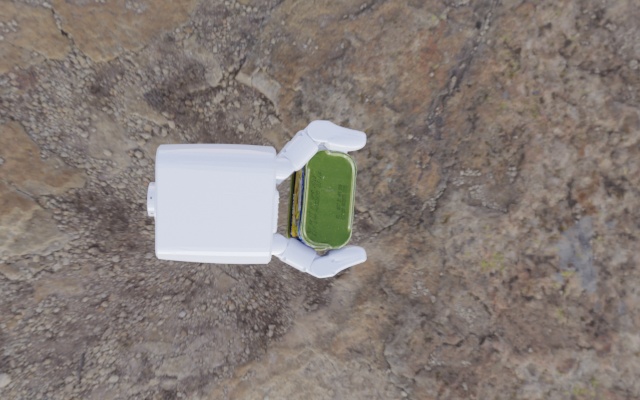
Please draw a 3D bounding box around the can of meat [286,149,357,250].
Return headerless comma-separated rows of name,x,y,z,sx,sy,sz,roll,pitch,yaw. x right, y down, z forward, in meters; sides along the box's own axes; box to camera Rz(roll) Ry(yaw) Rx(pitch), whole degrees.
can of meat,0.000,0.002,0.500,0.057,0.102,0.084,5,-6,-11
